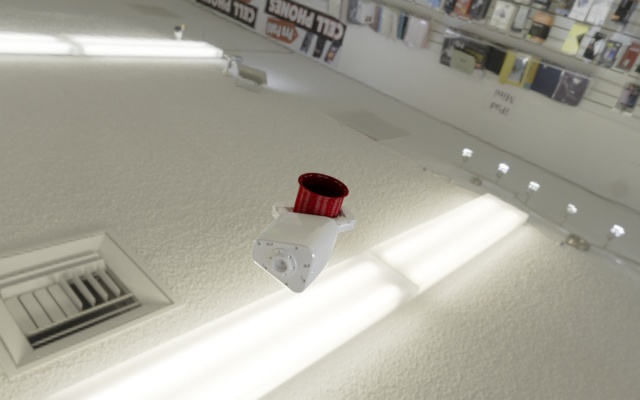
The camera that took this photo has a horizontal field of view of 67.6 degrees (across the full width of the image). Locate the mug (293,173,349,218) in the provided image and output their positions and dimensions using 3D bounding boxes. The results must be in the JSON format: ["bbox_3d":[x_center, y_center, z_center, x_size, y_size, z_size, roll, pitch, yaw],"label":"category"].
[{"bbox_3d":[0.001,0.002,0.869,0.093,0.081,0.117,23,28,14],"label":"mug"}]
